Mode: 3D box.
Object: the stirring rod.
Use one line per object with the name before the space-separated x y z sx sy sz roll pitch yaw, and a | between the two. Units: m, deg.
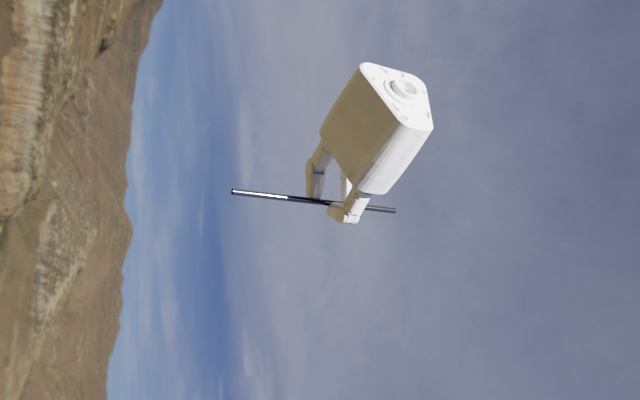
stirring rod | 0.000 0.002 0.630 0.239 0.011 0.011 7 -3 -27
